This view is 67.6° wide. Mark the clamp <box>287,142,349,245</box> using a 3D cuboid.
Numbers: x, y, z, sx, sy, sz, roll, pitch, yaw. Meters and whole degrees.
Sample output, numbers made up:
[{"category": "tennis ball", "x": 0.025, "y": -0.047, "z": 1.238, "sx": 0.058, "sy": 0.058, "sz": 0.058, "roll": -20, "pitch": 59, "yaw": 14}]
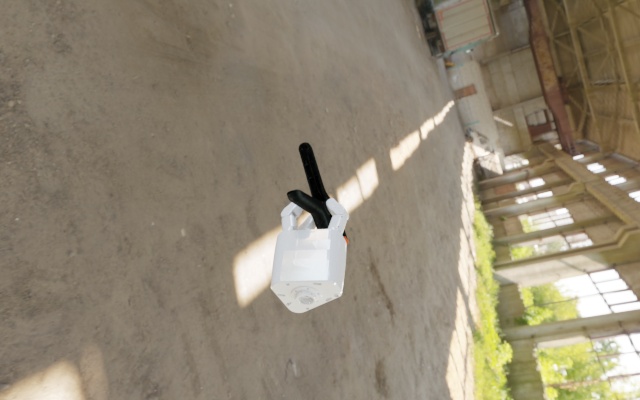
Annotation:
[{"category": "clamp", "x": 0.001, "y": 0.003, "z": 0.896, "sx": 0.036, "sy": 0.164, "sz": 0.210, "roll": -16, "pitch": -49, "yaw": 20}]
